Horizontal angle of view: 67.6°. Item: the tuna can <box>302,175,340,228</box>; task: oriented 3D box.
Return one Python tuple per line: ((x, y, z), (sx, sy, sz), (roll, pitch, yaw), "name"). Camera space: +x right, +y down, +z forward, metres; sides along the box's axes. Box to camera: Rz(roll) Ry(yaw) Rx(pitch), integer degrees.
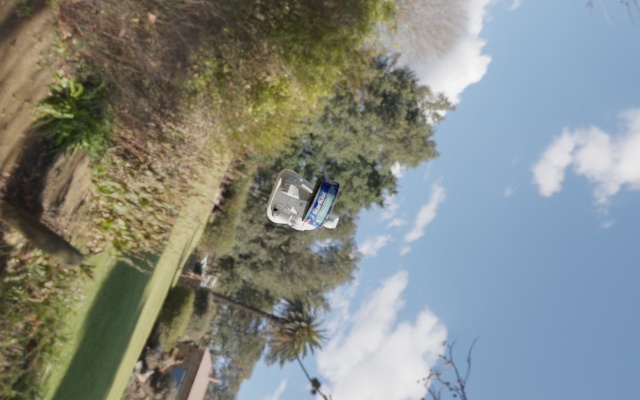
((0.001, 0.003, 0.808), (0.034, 0.086, 0.086), (24, -3, -7), "tuna can")
